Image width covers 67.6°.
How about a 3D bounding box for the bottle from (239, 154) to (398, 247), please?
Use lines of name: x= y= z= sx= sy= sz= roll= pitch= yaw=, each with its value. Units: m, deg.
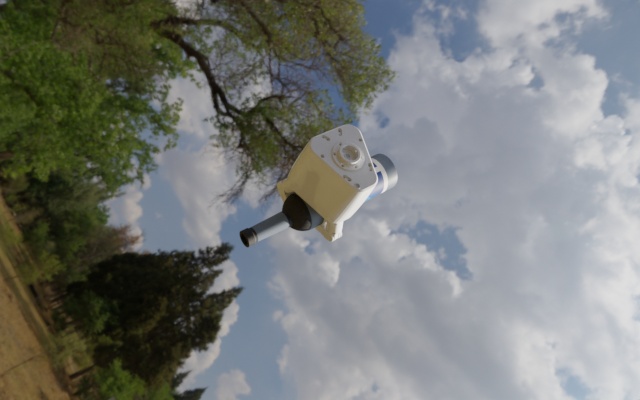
bottle: x=0.000 y=0.003 z=0.789 sx=0.295 sy=0.069 sz=0.069 roll=-26 pitch=13 yaw=-29
